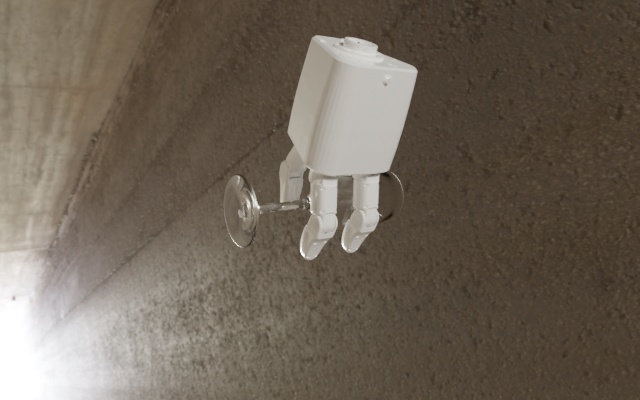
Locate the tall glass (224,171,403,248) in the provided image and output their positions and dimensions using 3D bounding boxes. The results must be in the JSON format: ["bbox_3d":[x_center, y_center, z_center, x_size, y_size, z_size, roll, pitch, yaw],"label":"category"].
[{"bbox_3d":[-0.001,0.002,0.534,0.201,0.079,0.079,-6,3,-35],"label":"tall glass"}]
